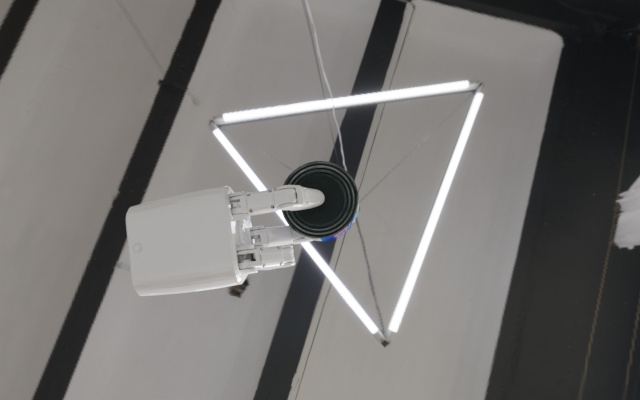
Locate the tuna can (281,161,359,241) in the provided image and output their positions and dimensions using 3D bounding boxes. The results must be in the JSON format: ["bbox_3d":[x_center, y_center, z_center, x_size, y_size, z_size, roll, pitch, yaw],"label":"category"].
[{"bbox_3d":[0.000,0.002,0.530,0.086,0.086,0.034,0,-12,7],"label":"tuna can"}]
